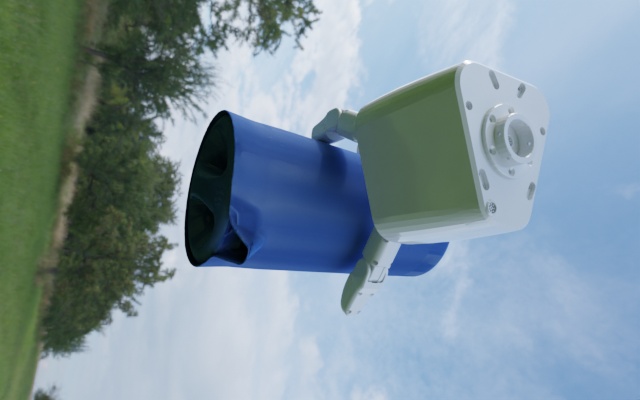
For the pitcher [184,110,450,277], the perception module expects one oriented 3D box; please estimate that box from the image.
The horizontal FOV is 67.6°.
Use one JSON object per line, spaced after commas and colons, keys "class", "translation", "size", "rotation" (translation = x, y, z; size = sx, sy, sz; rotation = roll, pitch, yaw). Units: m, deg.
{"class": "pitcher", "translation": [0.000, 0.002, 0.461], "size": [0.243, 0.149, 0.145], "rotation": [11, -15, -29]}
